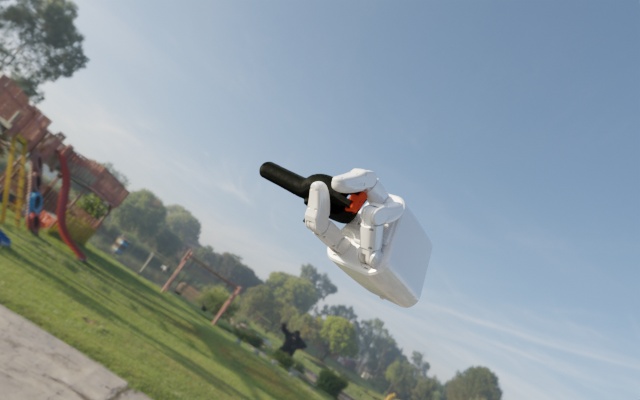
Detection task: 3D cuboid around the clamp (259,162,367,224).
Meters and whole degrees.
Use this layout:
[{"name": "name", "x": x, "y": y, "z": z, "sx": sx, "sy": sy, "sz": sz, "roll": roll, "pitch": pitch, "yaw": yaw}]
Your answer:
[{"name": "clamp", "x": 0.000, "y": 0.002, "z": 0.635, "sx": 0.171, "sy": 0.039, "sz": 0.120, "roll": 18, "pitch": -22, "yaw": 47}]
